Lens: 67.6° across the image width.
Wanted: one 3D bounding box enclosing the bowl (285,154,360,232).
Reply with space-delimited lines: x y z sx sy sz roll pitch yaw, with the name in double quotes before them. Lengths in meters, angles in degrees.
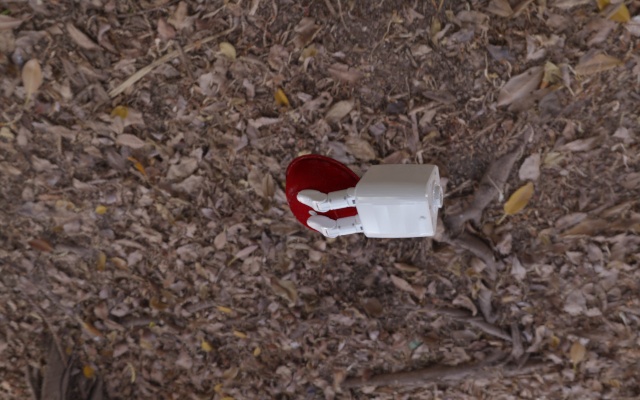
"bowl" -0.001 0.003 0.799 0.162 0.162 0.055 0 41 36
